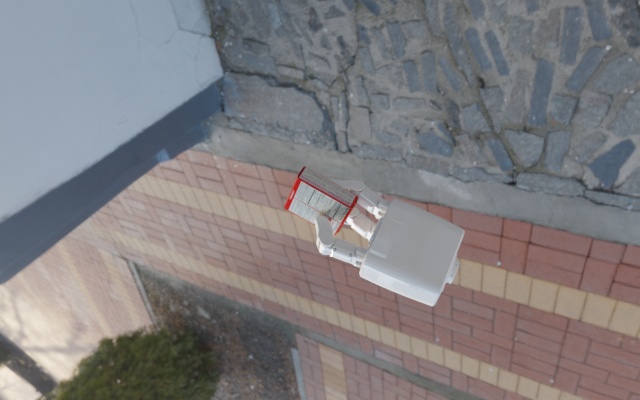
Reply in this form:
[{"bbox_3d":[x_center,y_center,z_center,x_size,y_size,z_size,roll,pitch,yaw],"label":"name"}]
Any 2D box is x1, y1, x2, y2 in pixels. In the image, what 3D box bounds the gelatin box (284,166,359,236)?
[{"bbox_3d":[0.000,0.002,0.679,0.089,0.030,0.073,28,-41,1],"label":"gelatin box"}]
